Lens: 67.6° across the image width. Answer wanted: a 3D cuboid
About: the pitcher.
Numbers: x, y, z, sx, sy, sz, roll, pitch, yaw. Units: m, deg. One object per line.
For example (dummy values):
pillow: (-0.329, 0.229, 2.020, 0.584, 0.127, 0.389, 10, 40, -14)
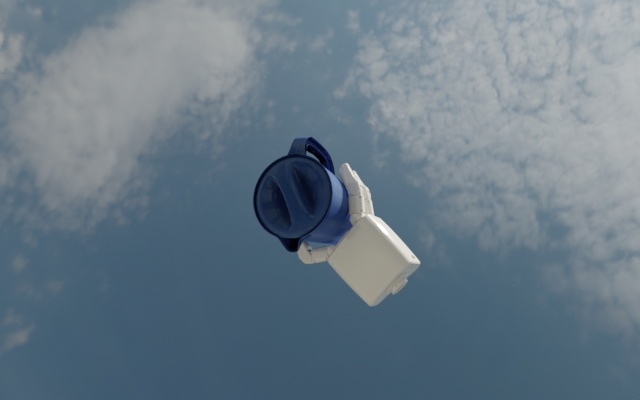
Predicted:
pitcher: (0.000, 0.003, 0.827, 0.145, 0.149, 0.243, 47, 9, 23)
